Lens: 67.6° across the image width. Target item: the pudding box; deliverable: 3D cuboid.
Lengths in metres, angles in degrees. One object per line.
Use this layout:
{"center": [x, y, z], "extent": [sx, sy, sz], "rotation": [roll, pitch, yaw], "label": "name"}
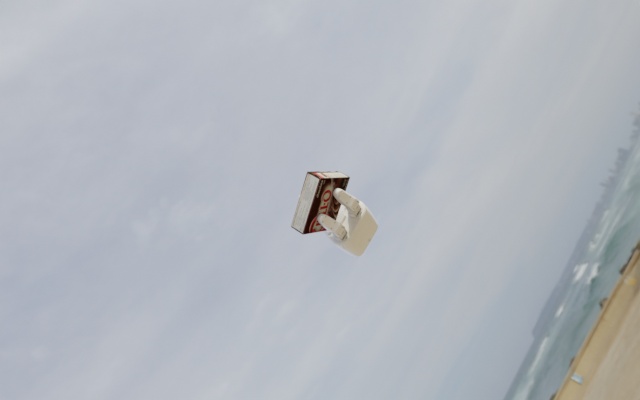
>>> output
{"center": [0.000, 0.003, 0.878], "extent": [0.039, 0.113, 0.090], "rotation": [26, 19, 33], "label": "pudding box"}
